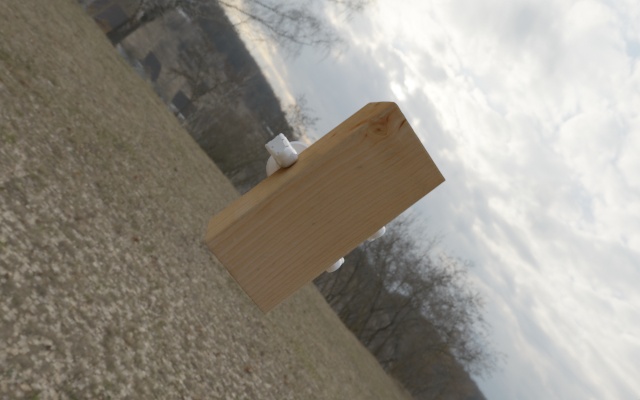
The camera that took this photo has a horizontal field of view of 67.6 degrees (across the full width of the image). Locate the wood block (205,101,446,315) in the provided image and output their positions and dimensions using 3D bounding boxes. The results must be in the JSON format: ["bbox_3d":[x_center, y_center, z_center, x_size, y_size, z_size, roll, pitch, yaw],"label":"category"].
[{"bbox_3d":[0.000,0.001,0.464,0.206,0.091,0.090,-37,15,-1],"label":"wood block"}]
